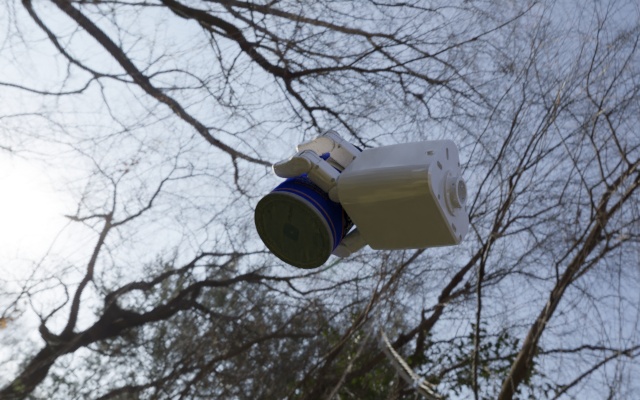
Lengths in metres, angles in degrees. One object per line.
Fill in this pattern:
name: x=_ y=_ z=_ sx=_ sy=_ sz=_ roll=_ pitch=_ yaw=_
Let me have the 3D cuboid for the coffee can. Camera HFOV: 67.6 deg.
coffee can: x=0.000 y=0.002 z=0.587 sx=0.103 sy=0.103 sz=0.140 roll=0 pitch=30 yaw=34
